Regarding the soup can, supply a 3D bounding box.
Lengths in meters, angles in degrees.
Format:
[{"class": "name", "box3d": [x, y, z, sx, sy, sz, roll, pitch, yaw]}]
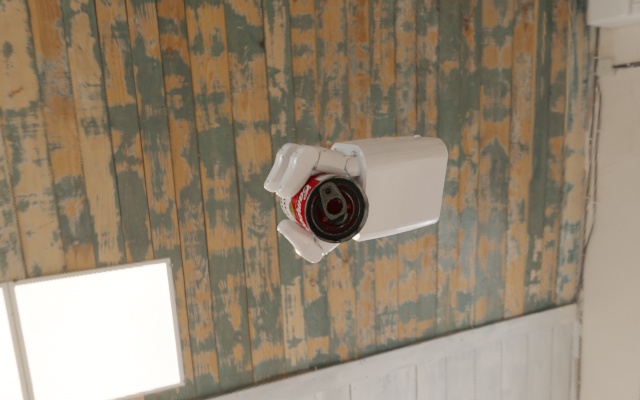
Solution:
[{"class": "soup can", "box3d": [0.000, 0.002, 0.516, 0.068, 0.068, 0.102, 0, 9, -20]}]
